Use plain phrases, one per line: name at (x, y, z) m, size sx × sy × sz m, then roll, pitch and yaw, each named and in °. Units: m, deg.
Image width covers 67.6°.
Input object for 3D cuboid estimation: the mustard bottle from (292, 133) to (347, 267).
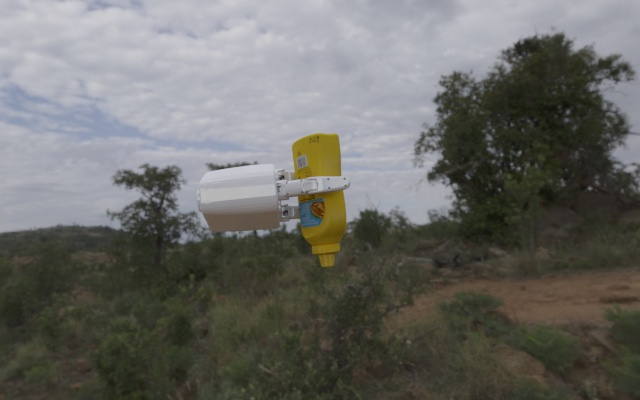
mustard bottle at (0.000, 0.002, 0.707) m, size 0.058 × 0.191 × 0.096 m, roll -3°, pitch -5°, yaw -31°
